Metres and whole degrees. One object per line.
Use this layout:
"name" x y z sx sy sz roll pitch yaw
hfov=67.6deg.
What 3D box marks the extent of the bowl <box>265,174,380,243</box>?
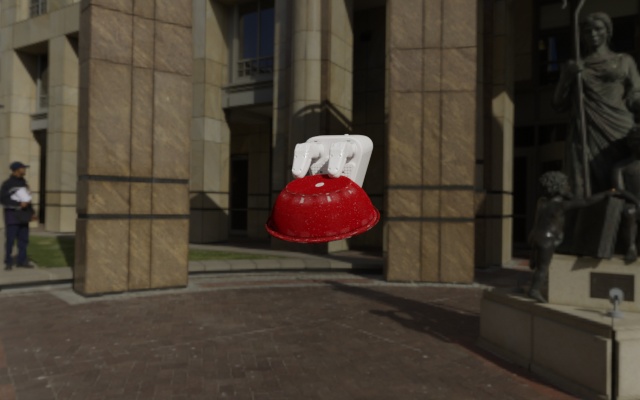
"bowl" 0.000 0.002 0.666 0.162 0.055 0.162 -5 20 2
